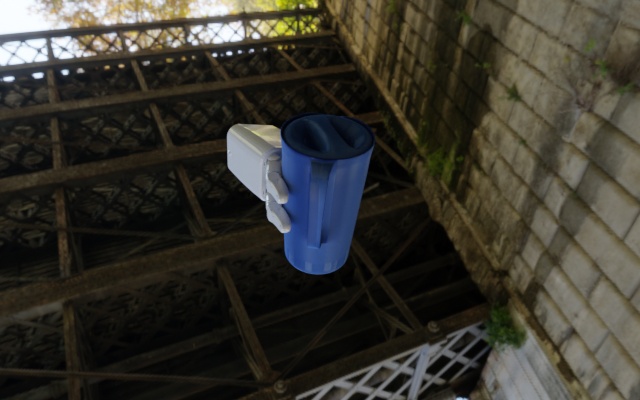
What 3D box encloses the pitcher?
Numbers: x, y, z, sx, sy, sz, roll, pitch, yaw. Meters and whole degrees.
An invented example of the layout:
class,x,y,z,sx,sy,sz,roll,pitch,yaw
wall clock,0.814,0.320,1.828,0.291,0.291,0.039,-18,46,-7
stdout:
class,x,y,z,sx,sy,sz,roll,pitch,yaw
pitcher,0.000,0.002,0.729,0.149,0.243,0.145,-24,46,-33
